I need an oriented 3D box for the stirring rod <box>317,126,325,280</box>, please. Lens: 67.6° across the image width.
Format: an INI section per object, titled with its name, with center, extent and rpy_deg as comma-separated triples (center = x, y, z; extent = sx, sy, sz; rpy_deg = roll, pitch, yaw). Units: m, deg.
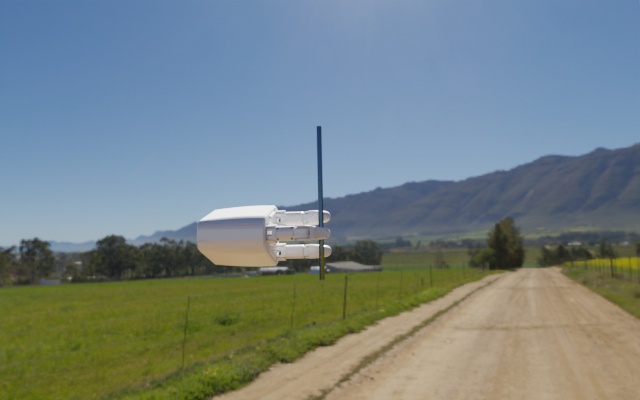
[stirring rod]
center = 0.000, 0.003, 0.744
extent = 0.011, 0.239, 0.011
rpy_deg = -1, -6, 0
